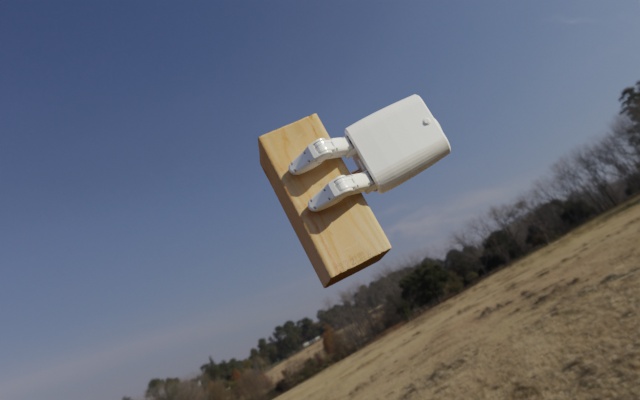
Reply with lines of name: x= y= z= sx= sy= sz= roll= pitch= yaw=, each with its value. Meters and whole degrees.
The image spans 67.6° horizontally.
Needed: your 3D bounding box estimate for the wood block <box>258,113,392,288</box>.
wood block: x=0.000 y=0.002 z=0.646 sx=0.090 sy=0.206 sz=0.091 roll=-25 pitch=-15 yaw=-12
